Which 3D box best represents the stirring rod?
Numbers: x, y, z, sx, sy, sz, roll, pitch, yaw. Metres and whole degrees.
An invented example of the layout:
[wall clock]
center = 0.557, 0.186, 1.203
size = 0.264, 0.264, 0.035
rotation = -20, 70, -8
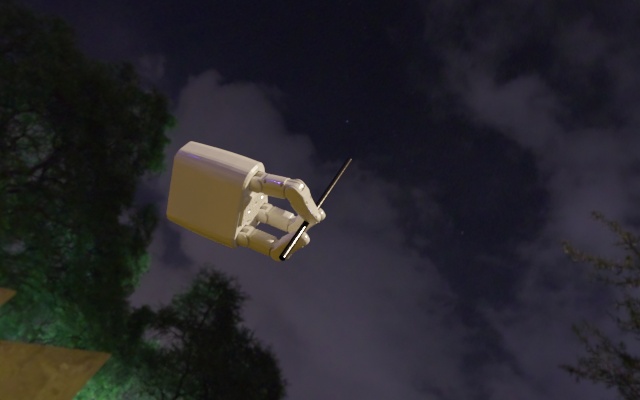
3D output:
[stirring rod]
center = 0.000, 0.002, 0.637
size = 0.011, 0.011, 0.239
rotation = 0, 32, 26
